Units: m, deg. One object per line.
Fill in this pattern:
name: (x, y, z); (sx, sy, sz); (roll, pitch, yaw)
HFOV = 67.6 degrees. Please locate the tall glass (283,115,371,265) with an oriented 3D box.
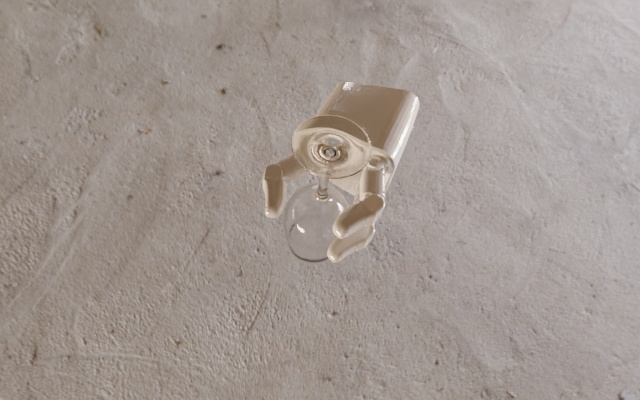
tall glass: (0.000, 0.001, 0.519); (0.079, 0.079, 0.201); (0, -32, -7)
